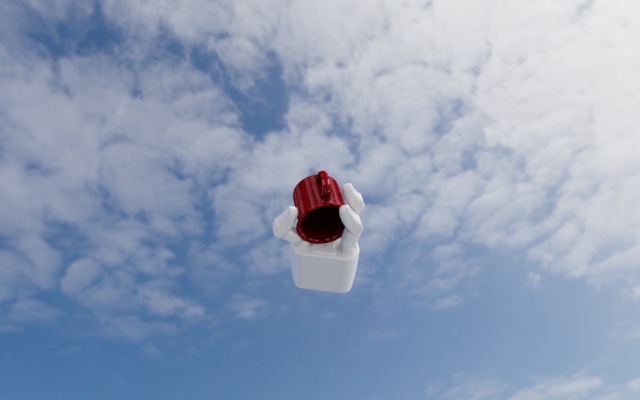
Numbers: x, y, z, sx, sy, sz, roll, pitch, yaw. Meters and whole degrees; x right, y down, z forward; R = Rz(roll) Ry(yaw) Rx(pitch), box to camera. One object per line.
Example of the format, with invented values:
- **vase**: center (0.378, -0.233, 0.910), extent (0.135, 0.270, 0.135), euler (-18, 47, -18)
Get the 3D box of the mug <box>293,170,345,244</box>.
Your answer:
- **mug**: center (0.000, 0.001, 0.777), extent (0.093, 0.117, 0.081), euler (-6, 45, -10)
